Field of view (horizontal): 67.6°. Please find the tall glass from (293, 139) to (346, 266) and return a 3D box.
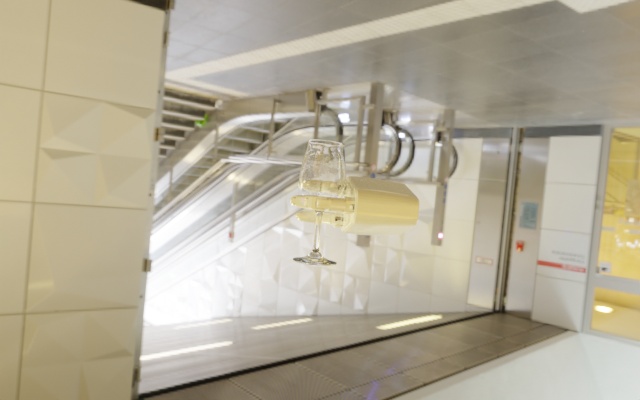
[{"bbox_3d":[0.000,0.003,0.791,0.079,0.201,0.079,5,1,0],"label":"tall glass"}]
